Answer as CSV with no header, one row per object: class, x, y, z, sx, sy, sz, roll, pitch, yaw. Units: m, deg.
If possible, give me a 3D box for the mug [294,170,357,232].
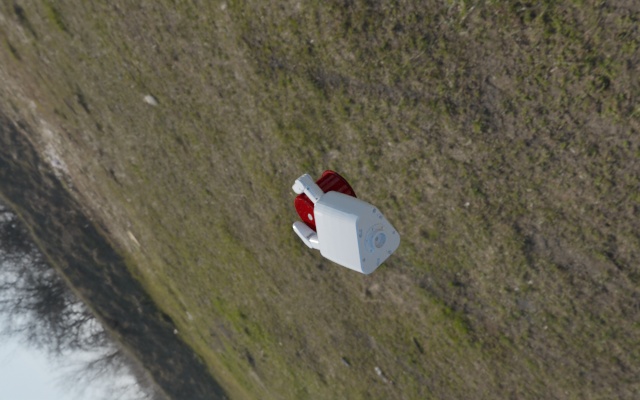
mug,-0.001,0.003,0.875,0.081,0.093,0.117,-38,31,-24
